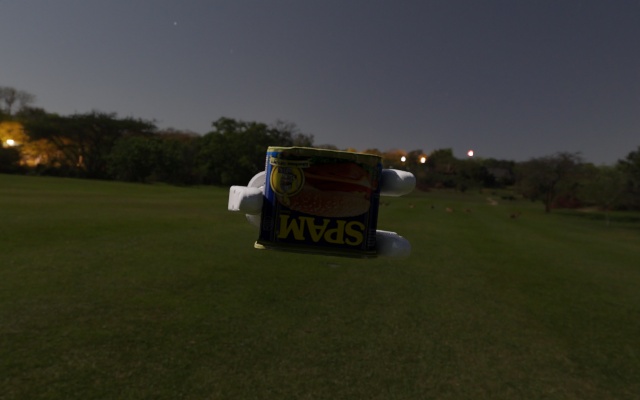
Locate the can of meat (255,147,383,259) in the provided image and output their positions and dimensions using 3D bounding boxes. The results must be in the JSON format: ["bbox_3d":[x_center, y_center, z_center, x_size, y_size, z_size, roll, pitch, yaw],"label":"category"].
[{"bbox_3d":[0.000,0.001,0.401,0.102,0.084,0.057,6,0,-4],"label":"can of meat"}]
